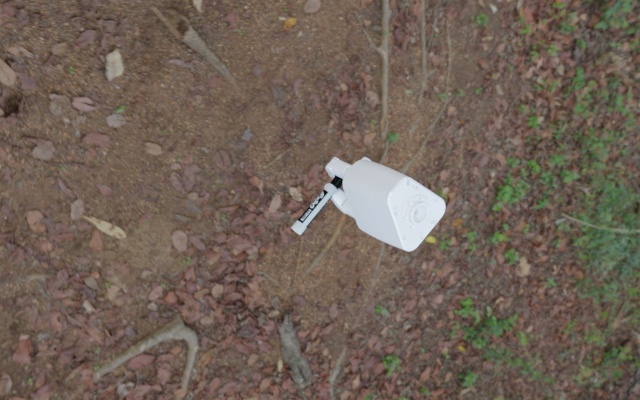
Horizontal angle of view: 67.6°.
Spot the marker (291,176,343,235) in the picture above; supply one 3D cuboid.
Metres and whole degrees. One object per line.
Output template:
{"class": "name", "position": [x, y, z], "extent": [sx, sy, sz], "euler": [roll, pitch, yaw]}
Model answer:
{"class": "marker", "position": [0.000, 0.002, 0.749], "extent": [0.020, 0.121, 0.020], "euler": [39, -9, 7]}
